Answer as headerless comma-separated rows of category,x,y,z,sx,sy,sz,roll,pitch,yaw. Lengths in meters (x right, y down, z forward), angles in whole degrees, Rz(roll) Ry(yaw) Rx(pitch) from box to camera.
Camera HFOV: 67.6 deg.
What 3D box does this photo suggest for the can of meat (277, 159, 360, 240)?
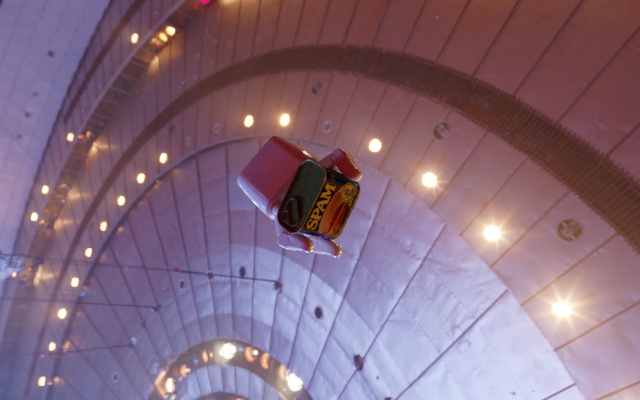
can of meat,0.000,0.002,0.675,0.084,0.102,0.057,17,13,-45
